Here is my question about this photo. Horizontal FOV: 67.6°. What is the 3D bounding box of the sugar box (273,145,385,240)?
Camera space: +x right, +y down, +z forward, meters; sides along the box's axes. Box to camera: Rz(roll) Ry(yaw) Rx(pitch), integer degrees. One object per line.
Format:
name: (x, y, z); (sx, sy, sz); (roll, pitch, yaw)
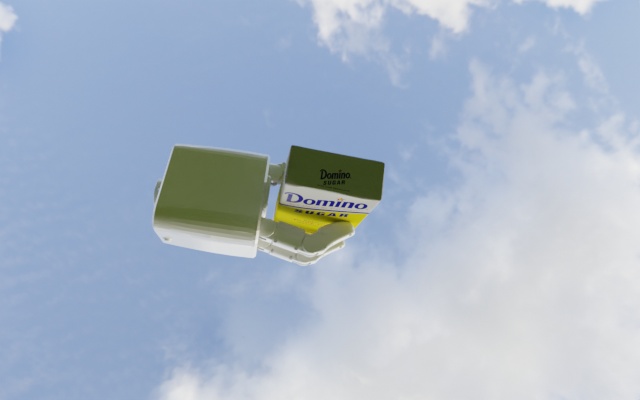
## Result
sugar box: (0.000, 0.002, 0.516); (0.093, 0.048, 0.176); (10, -17, -6)
